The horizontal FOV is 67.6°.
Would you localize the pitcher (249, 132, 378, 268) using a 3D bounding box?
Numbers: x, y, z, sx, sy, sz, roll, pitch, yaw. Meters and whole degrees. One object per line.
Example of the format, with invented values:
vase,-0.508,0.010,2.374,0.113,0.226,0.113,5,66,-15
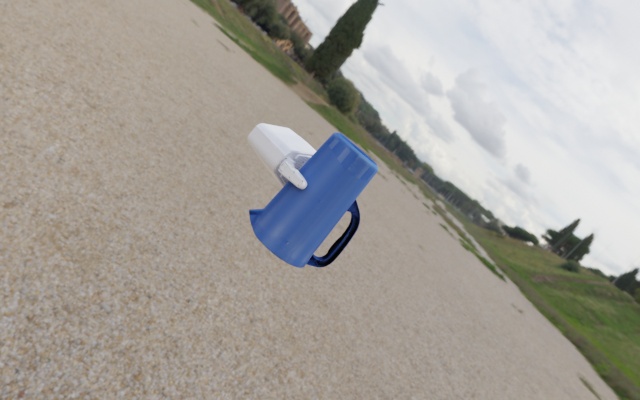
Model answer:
pitcher,0.000,0.003,0.892,0.145,0.243,0.149,46,11,31
